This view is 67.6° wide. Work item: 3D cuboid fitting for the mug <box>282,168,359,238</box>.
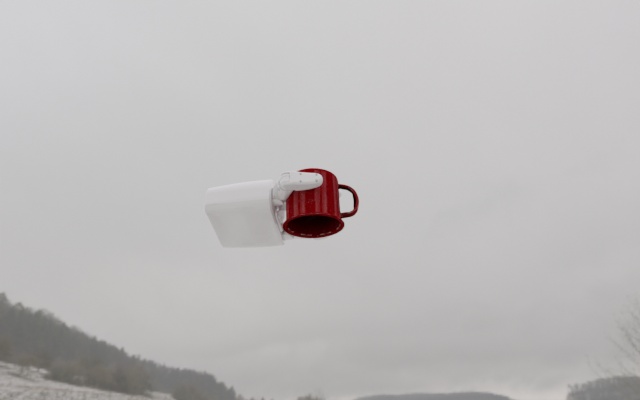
[{"bbox_3d":[0.002,0.002,0.730,0.117,0.081,0.093,-5,-26,6],"label":"mug"}]
